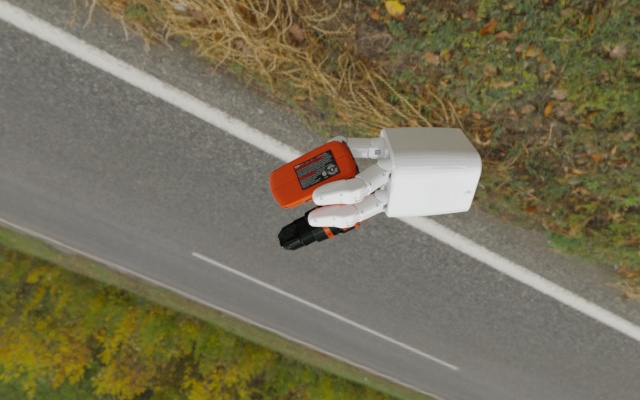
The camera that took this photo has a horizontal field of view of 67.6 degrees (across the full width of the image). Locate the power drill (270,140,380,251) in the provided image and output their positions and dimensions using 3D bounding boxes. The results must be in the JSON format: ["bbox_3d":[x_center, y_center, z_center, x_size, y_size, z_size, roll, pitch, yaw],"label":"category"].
[{"bbox_3d":[0.000,0.002,0.648,0.184,0.057,0.188,-28,-23,7],"label":"power drill"}]
